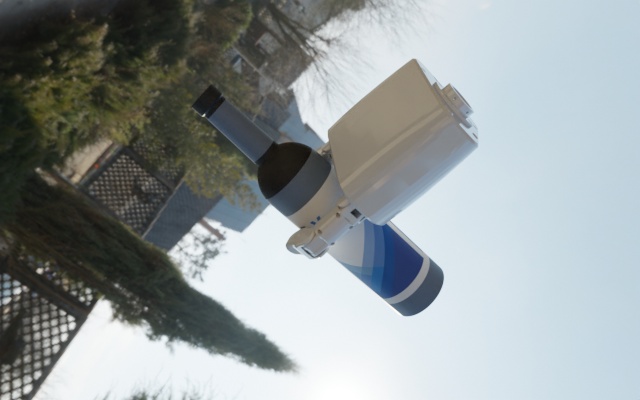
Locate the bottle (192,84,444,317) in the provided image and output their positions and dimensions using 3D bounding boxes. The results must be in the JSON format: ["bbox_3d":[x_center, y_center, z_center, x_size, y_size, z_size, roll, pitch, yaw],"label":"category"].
[{"bbox_3d":[0.000,0.002,0.462,0.296,0.069,0.069,42,-15,-17],"label":"bottle"}]
